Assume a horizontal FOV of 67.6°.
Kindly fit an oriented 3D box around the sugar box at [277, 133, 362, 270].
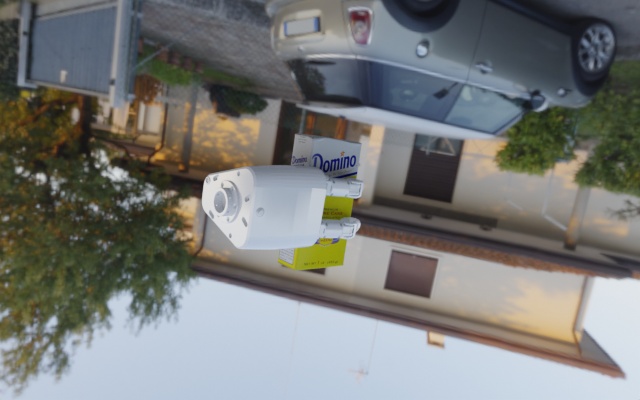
[{"bbox_3d":[0.000,0.002,0.649,0.093,0.176,0.048,1,13,-43],"label":"sugar box"}]
